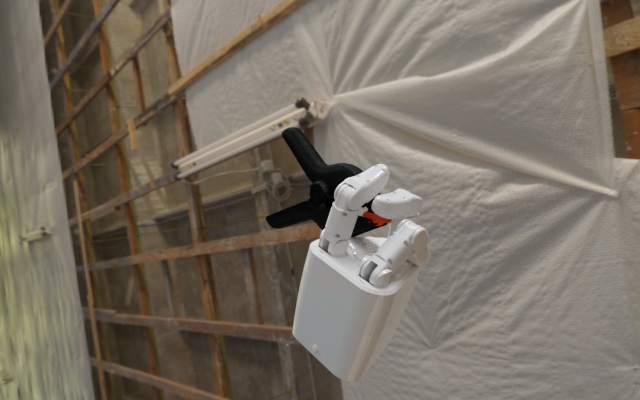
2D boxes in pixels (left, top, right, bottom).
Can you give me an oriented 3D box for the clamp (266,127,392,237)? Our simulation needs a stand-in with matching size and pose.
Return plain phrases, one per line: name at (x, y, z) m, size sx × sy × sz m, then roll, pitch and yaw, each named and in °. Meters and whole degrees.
clamp at (0.001, 0.002, 0.519) m, size 0.039 × 0.120 × 0.171 m, roll -6°, pitch 29°, yaw -41°
